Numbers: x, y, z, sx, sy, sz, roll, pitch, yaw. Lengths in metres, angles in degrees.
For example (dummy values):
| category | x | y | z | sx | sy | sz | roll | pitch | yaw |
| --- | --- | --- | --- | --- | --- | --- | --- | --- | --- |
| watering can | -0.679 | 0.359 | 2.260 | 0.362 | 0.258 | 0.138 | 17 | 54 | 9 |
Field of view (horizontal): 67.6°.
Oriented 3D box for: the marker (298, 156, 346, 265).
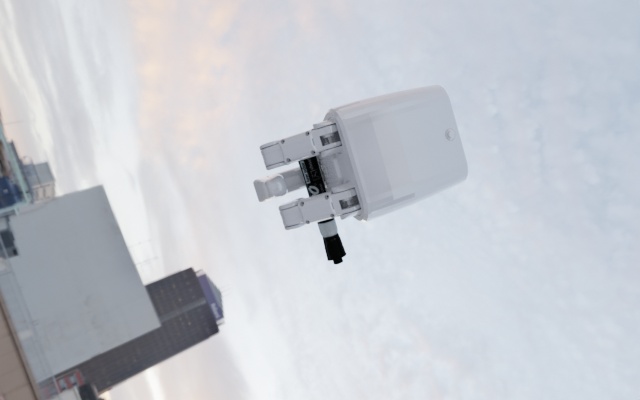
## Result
| category | x | y | z | sx | sy | sz | roll | pitch | yaw |
| --- | --- | --- | --- | --- | --- | --- | --- | --- | --- |
| marker | 0.000 | 0.001 | 0.442 | 0.020 | 0.121 | 0.020 | -16 | 7 | 2 |
